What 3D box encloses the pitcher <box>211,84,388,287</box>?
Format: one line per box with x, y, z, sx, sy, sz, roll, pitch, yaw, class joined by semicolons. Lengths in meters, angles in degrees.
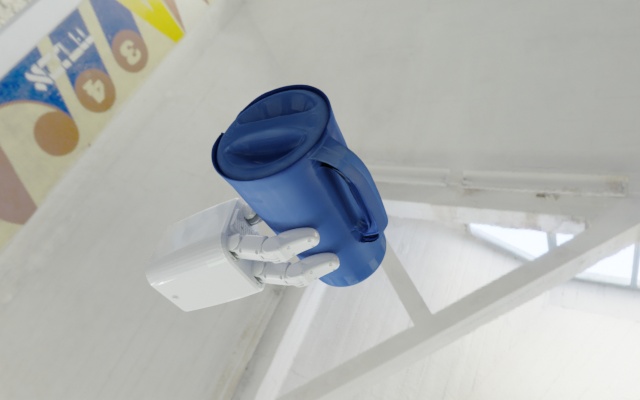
0.000;0.002;0.546;0.145;0.149;0.243;-22;-45;11;pitcher
